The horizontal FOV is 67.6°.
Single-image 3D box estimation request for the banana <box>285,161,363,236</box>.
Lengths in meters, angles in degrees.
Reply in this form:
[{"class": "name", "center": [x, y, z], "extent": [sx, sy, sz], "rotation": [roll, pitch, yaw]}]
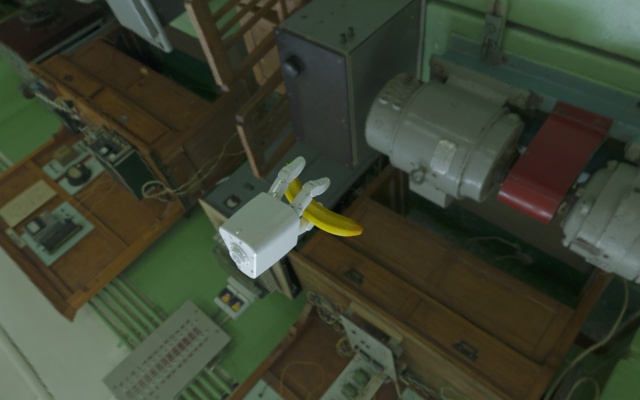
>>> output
[{"class": "banana", "center": [-0.007, 0.013, 0.890], "extent": [0.037, 0.197, 0.070], "rotation": [-34, -22, -39]}]
